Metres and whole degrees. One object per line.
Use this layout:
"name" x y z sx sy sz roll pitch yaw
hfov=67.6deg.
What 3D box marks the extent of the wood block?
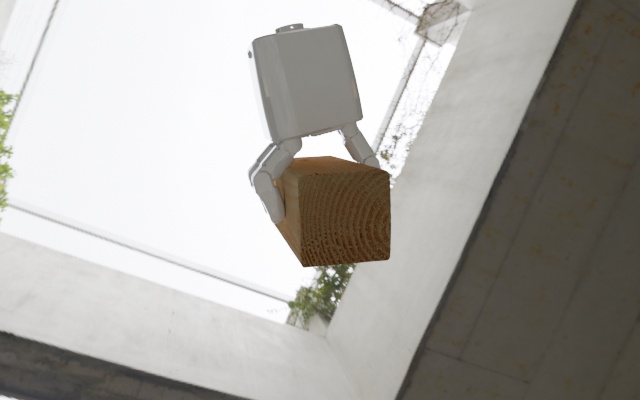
"wood block" 0.000 0.001 0.543 0.091 0.090 0.206 -4 10 -13
